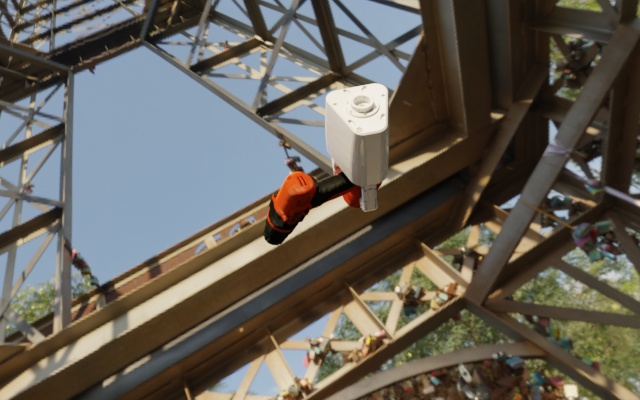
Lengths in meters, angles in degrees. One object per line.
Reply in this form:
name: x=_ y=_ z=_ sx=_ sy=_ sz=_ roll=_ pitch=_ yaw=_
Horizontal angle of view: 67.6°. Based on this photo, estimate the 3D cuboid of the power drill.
power drill: x=0.001 y=0.002 z=0.796 sx=0.187 sy=0.057 sz=0.184 roll=-20 pitch=-21 yaw=-31
